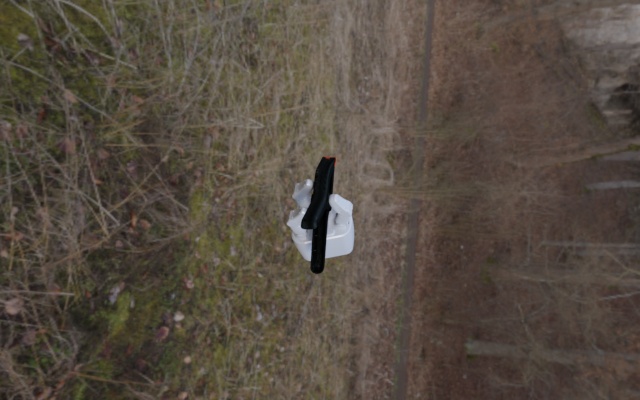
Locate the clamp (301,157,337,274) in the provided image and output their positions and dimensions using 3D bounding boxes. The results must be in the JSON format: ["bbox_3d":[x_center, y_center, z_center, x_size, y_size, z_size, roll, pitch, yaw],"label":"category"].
[{"bbox_3d":[0.001,0.002,0.826,0.036,0.210,0.165,5,-27,8],"label":"clamp"}]
